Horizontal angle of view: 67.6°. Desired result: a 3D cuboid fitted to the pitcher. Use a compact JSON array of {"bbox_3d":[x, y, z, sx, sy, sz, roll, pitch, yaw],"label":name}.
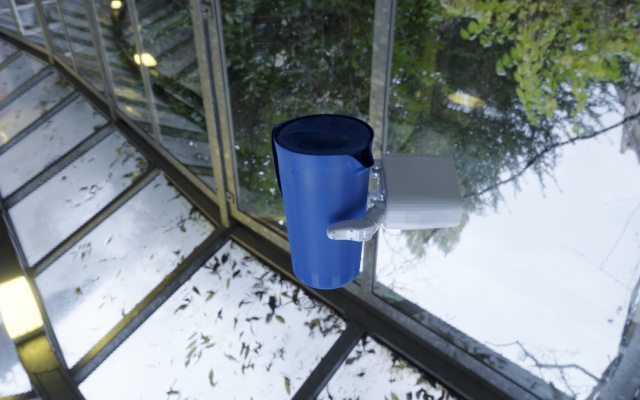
[{"bbox_3d":[0.000,0.002,0.699,0.145,0.243,0.149,-1,33,1],"label":"pitcher"}]
